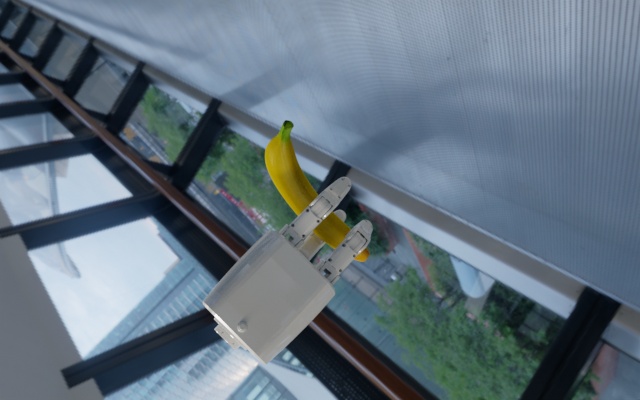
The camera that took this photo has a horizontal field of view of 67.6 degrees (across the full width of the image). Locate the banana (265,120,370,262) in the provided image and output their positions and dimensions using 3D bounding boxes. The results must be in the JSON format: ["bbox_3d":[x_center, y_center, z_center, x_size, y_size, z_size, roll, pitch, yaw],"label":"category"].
[{"bbox_3d":[-0.012,-0.001,0.568,0.037,0.198,0.069,-44,25,-25],"label":"banana"}]
